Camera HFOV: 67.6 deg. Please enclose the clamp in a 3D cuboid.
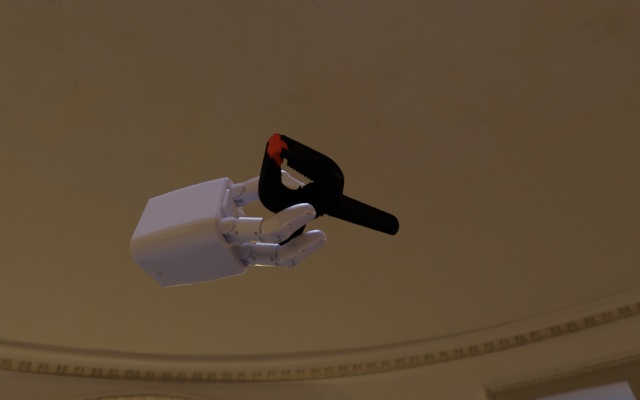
[{"bbox_3d":[0.000,0.001,0.542,0.164,0.036,0.210,-14,-40,6],"label":"clamp"}]
